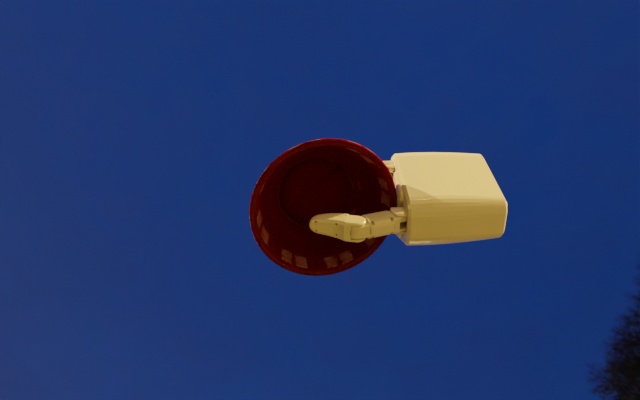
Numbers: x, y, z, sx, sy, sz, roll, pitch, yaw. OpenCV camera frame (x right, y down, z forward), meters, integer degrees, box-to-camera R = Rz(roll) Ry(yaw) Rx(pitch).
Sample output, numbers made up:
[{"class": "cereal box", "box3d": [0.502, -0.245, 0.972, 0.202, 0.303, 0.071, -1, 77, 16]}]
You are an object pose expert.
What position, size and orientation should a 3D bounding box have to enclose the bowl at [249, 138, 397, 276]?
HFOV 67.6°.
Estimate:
[{"class": "bowl", "box3d": [-0.001, 0.001, 0.532, 0.162, 0.162, 0.055, 0, 24, -13]}]
